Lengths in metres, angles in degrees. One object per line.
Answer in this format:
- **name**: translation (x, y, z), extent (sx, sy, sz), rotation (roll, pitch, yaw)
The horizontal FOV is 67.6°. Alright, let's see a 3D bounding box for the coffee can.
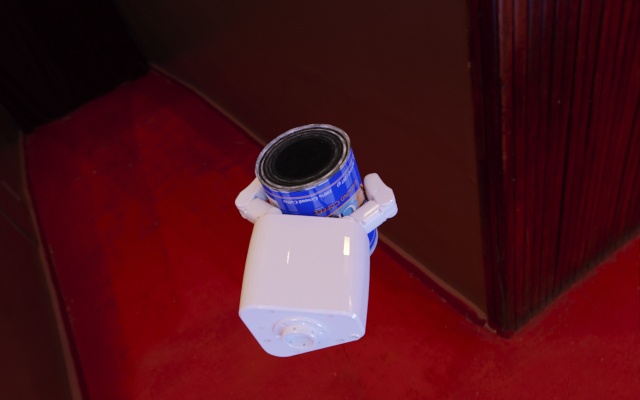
- **coffee can**: translation (0.000, 0.002, 0.533), extent (0.103, 0.102, 0.140), rotation (0, -43, 22)
